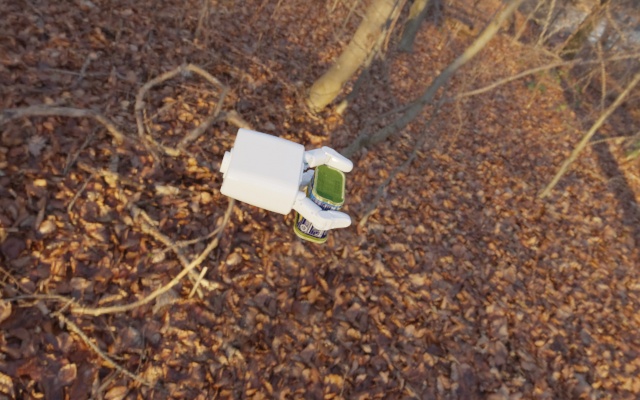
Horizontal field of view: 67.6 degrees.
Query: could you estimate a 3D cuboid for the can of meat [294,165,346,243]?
[{"bbox_3d":[0.000,0.002,0.769,0.057,0.084,0.102,19,35,-10],"label":"can of meat"}]
